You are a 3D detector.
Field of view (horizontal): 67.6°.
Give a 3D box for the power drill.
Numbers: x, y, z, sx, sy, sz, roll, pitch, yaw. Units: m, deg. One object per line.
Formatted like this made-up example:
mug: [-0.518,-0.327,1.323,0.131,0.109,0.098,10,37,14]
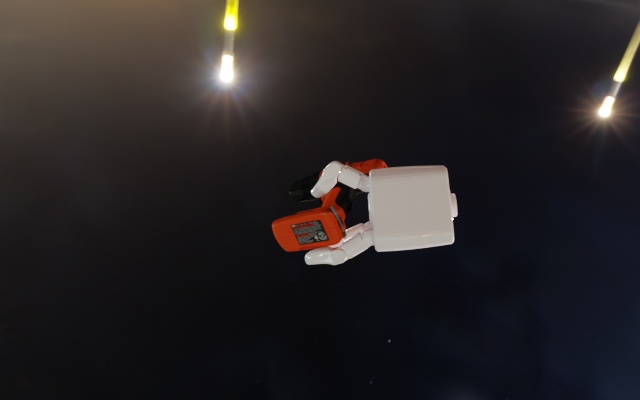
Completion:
power drill: [0.000,0.003,0.744,0.184,0.057,0.187,-14,24,32]
